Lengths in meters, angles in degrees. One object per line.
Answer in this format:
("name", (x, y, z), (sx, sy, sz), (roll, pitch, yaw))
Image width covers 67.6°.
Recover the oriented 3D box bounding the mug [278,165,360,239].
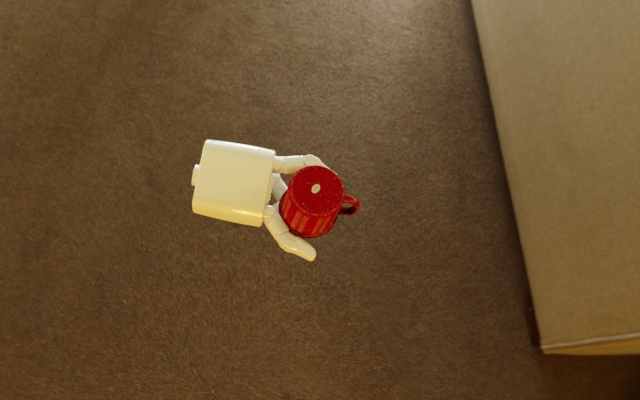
("mug", (0.002, 0.003, 0.703), (0.117, 0.093, 0.081), (11, -23, -7))
